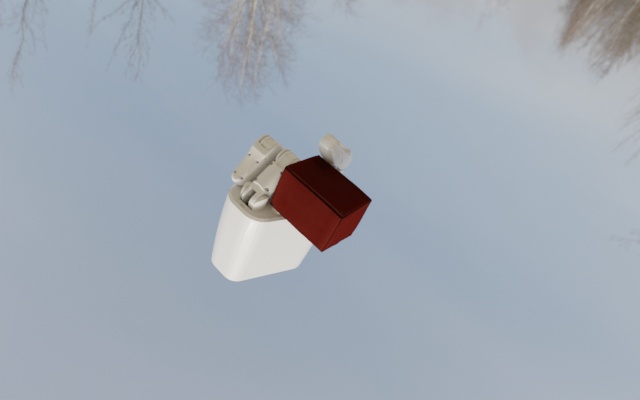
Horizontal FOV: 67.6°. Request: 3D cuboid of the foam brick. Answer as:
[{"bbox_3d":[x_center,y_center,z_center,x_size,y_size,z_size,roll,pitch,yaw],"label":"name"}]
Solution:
[{"bbox_3d":[0.000,0.002,0.470,0.078,0.051,0.053,42,39,21],"label":"foam brick"}]
